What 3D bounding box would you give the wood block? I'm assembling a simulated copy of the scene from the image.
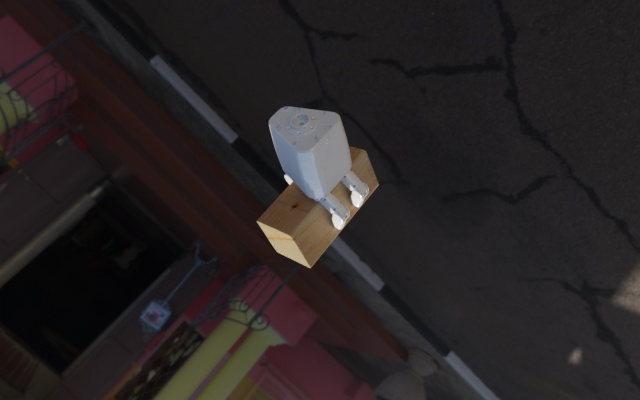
[{"bbox_3d":[0.000,0.002,0.839,0.091,0.206,0.090,20,-31,41],"label":"wood block"}]
